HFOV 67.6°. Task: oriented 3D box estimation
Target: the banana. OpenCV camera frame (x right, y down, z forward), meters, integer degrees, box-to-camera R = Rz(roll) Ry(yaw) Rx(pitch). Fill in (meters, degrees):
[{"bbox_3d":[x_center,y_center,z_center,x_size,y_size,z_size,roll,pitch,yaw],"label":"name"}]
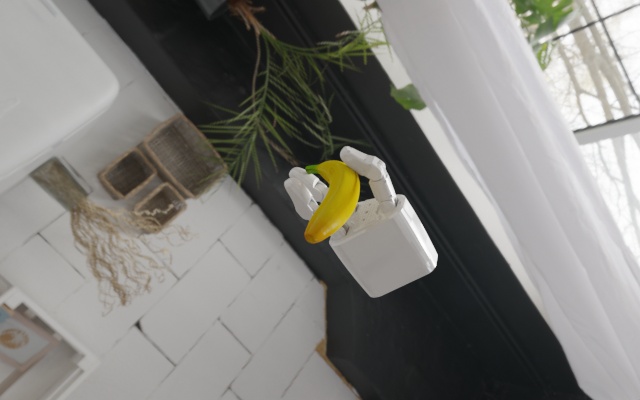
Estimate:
[{"bbox_3d":[0.016,-0.008,0.585,0.069,0.037,0.197,-27,22,11],"label":"banana"}]
